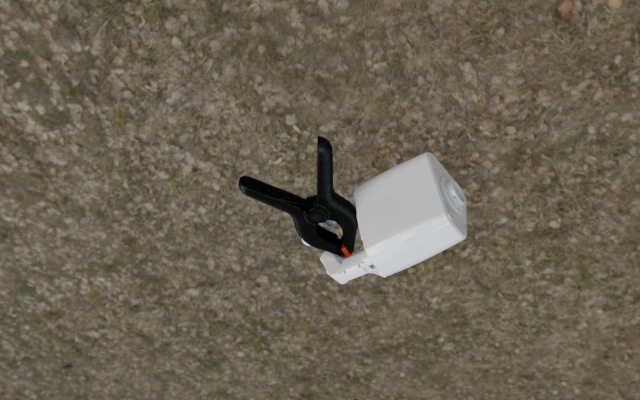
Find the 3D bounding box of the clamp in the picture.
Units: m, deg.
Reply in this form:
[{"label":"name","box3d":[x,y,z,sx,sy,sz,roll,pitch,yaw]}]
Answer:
[{"label":"clamp","box3d":[0.000,0.002,0.573,0.120,0.039,0.171,-30,-56,28]}]
